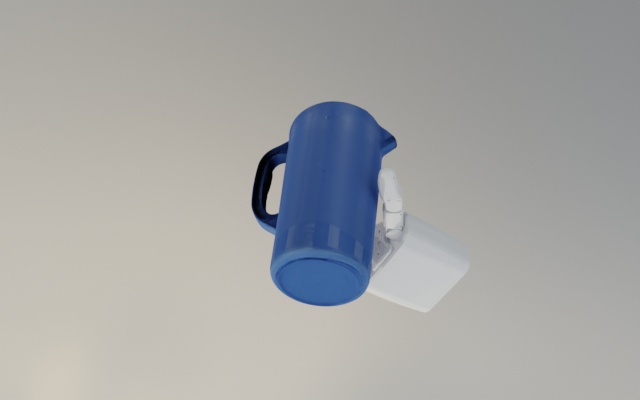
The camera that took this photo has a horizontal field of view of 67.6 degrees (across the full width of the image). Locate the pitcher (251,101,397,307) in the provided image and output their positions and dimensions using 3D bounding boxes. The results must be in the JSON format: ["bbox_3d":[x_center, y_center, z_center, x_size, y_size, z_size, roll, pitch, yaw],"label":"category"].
[{"bbox_3d":[0.000,0.002,0.588,0.145,0.242,0.149,27,-46,-19],"label":"pitcher"}]
